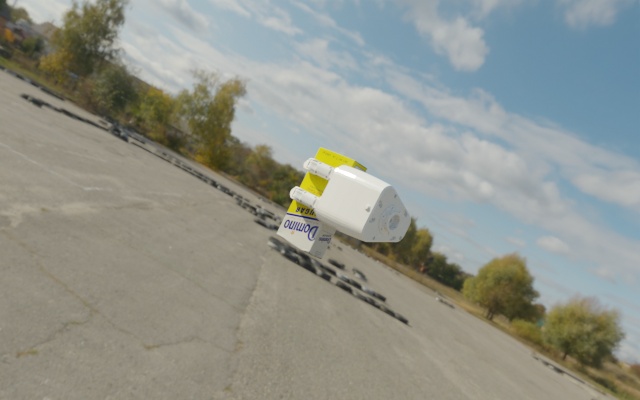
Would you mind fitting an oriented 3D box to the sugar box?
[{"bbox_3d":[0.000,0.003,0.834,0.093,0.176,0.048,26,-3,42],"label":"sugar box"}]
